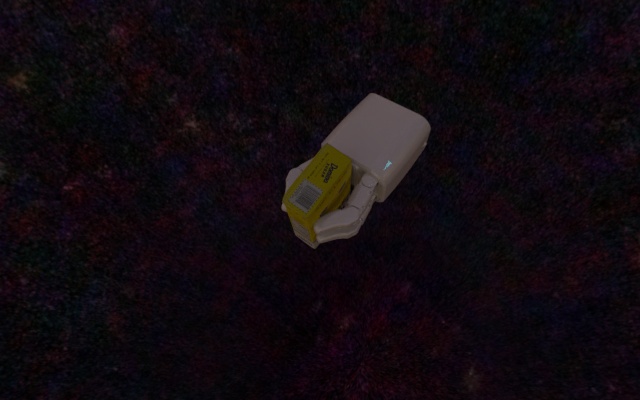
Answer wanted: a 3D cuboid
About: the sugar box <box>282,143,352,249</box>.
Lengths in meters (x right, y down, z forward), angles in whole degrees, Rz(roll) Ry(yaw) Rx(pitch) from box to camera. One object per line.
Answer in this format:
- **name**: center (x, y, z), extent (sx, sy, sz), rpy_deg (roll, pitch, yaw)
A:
- **sugar box**: center (0.001, 0.002, 0.646), extent (0.048, 0.093, 0.176), rpy_deg (35, -12, 15)
